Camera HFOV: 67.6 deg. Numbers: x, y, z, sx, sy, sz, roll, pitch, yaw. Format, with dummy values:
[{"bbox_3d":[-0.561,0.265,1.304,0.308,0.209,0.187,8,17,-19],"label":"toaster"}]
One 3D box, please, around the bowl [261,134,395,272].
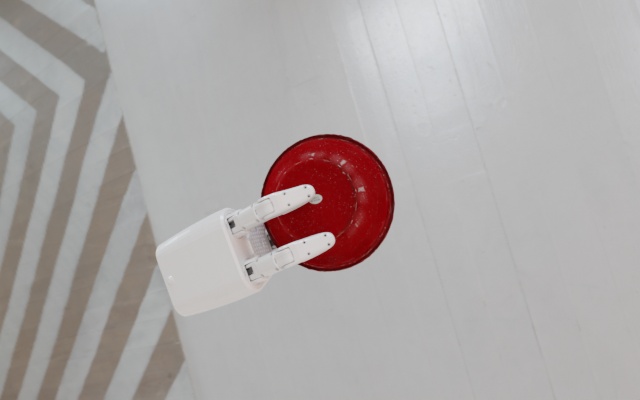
[{"bbox_3d":[0.001,0.001,0.534,0.162,0.162,0.055,0,-2,14],"label":"bowl"}]
